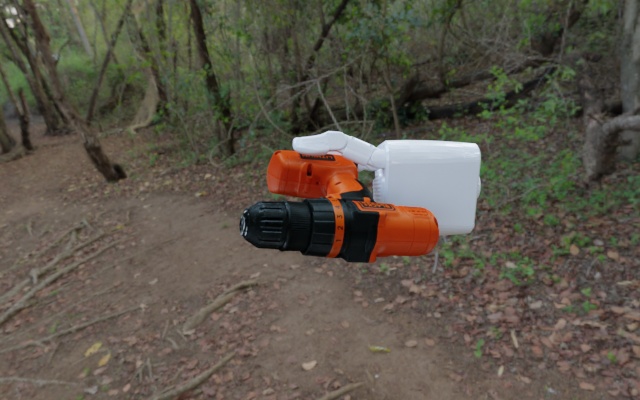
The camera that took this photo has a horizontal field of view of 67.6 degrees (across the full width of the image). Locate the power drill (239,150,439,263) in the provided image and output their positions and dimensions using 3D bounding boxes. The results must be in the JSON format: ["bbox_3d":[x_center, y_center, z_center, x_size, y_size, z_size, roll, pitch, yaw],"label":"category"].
[{"bbox_3d":[0.000,0.001,0.484,0.184,0.057,0.187,6,21,-20],"label":"power drill"}]
